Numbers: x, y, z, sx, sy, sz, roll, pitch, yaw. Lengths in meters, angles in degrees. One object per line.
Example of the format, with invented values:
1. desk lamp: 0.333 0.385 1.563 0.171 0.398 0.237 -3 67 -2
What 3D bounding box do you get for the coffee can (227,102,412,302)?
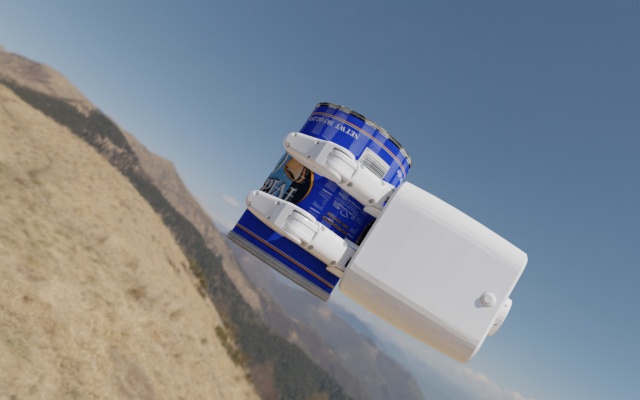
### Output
1. coffee can: 0.000 0.001 0.419 0.103 0.140 0.103 32 -8 5
